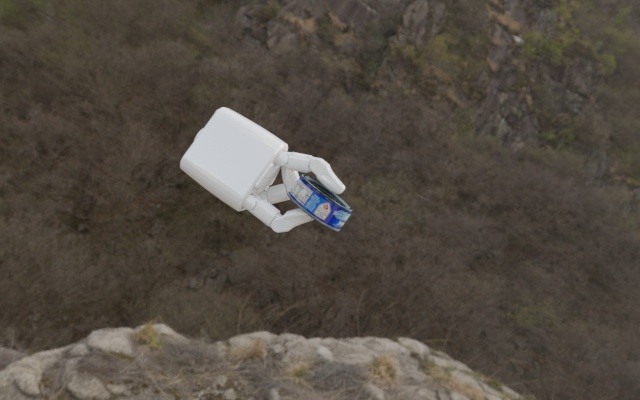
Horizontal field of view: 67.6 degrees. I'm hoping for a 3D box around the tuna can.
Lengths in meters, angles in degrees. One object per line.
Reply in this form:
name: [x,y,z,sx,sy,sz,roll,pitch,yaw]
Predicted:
tuna can: [0.000,0.002,0.636,0.086,0.034,0.086,35,8,-6]
